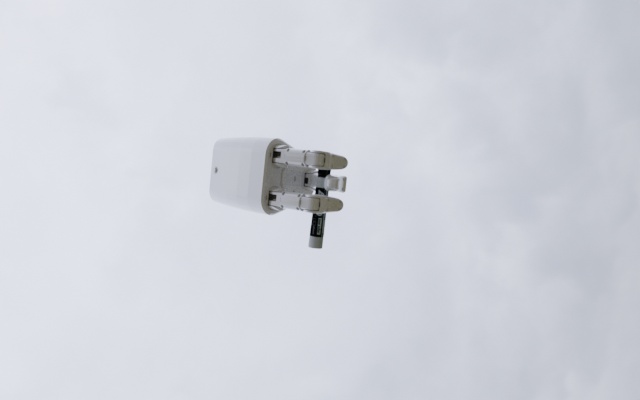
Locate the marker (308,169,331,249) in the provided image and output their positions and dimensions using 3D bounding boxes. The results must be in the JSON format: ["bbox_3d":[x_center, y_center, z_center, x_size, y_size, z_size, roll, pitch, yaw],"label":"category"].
[{"bbox_3d":[0.000,0.002,0.623,0.020,0.121,0.020,7,3,0],"label":"marker"}]
